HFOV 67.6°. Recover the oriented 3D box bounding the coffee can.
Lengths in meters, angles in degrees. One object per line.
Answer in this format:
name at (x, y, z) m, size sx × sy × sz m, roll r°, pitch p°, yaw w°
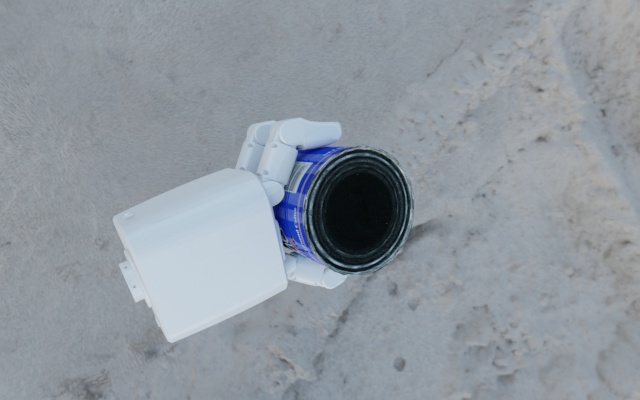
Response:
coffee can at (0.000, 0.001, 0.430) m, size 0.103 × 0.103 × 0.140 m, roll 0°, pitch 6°, yaw -28°
